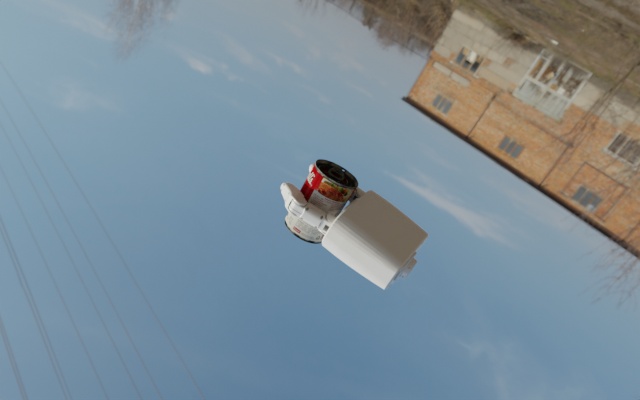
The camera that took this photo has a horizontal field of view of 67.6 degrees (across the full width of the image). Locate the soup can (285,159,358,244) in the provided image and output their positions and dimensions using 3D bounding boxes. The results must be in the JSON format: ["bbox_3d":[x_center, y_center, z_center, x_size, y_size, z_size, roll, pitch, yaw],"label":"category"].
[{"bbox_3d":[0.000,0.002,0.678,0.068,0.102,0.068,25,24,-12],"label":"soup can"}]
